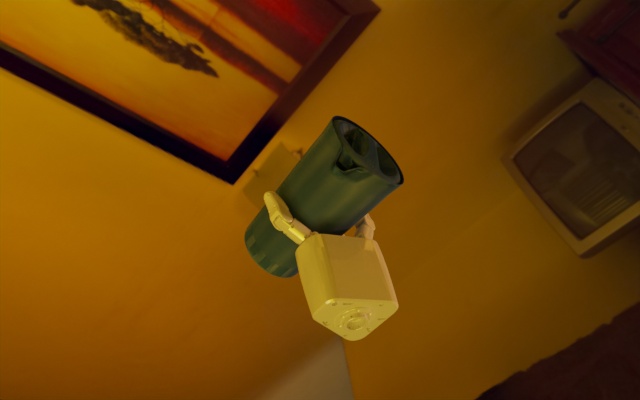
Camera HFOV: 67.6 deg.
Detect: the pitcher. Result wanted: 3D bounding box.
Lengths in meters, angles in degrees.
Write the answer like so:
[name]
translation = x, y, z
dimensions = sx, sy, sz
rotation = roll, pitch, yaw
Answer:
[pitcher]
translation = 0.000, 0.002, 0.716
dimensions = 0.149, 0.145, 0.243
rotation = 25, -59, -34
